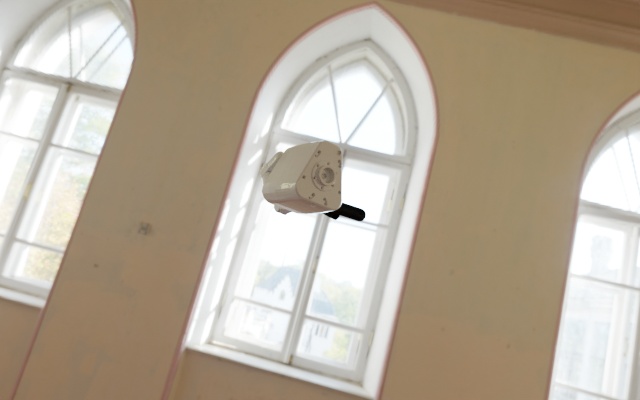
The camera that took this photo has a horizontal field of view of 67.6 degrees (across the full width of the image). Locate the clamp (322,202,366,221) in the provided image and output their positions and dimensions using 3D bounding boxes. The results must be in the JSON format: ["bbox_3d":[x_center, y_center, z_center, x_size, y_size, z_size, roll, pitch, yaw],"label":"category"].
[{"bbox_3d":[0.000,0.002,0.892,0.171,0.039,0.120,22,-15,-32],"label":"clamp"}]
